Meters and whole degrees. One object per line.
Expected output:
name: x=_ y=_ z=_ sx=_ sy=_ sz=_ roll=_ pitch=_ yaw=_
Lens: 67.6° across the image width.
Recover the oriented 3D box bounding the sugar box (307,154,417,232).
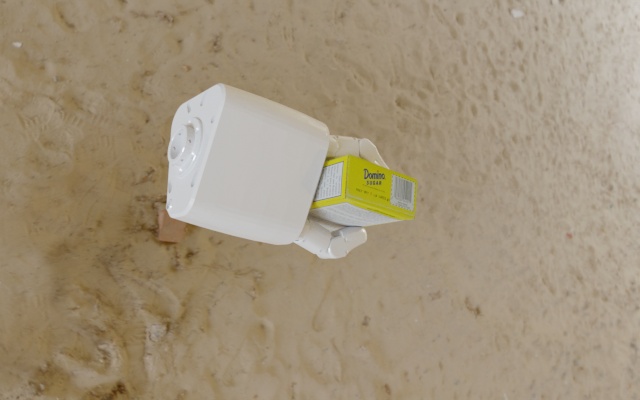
sugar box: x=0.000 y=0.001 z=0.483 sx=0.093 sy=0.048 sz=0.176 roll=17 pitch=-17 yaw=-38
